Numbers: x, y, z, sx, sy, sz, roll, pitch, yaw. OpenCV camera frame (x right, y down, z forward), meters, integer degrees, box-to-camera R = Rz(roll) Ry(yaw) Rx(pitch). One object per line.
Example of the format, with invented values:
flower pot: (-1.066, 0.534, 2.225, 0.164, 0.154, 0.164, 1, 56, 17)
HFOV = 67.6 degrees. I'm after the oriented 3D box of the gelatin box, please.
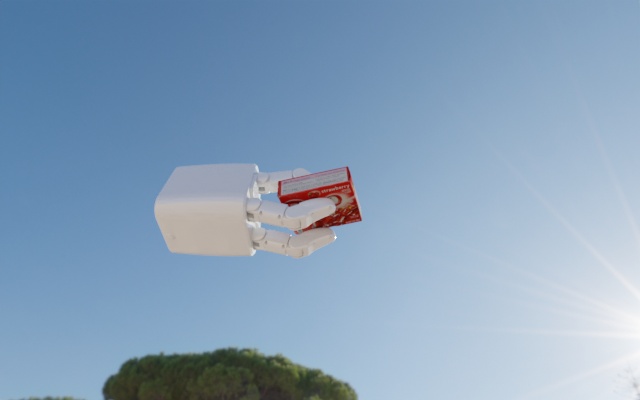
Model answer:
gelatin box: (0.000, 0.001, 0.580, 0.089, 0.030, 0.073, -12, -44, 8)
